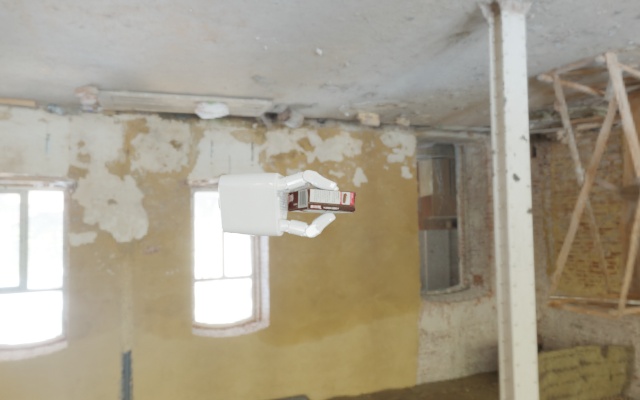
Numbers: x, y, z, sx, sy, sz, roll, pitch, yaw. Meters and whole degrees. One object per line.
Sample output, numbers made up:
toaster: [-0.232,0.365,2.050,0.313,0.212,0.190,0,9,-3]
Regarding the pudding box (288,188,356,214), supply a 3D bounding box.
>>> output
pudding box: [0.000,0.003,0.843,0.090,0.039,0.113,3,-3,-20]
